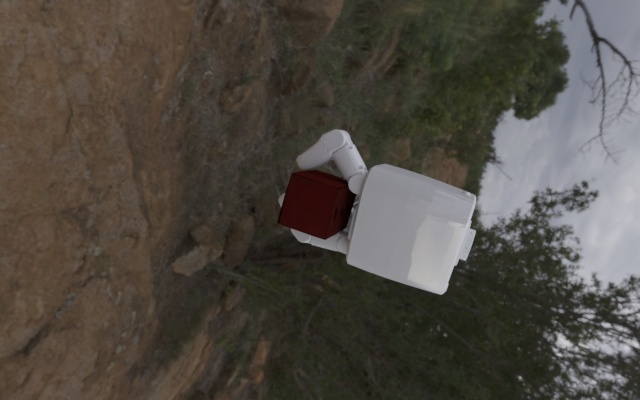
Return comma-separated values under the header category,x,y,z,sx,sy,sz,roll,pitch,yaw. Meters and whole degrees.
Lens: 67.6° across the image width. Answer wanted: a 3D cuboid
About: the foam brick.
category,x,y,z,sx,sy,sz,roll,pitch,yaw
foam brick,0.000,0.002,0.483,0.051,0.053,0.078,20,13,16
